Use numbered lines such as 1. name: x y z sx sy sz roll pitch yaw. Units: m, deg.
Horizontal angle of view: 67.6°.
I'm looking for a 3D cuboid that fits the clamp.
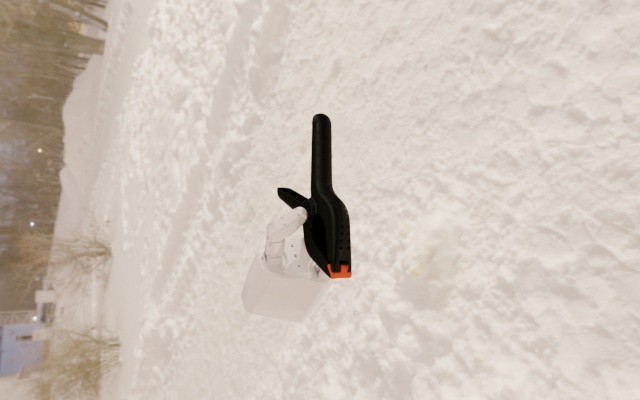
1. clamp: -0.001 0.003 0.618 0.036 0.209 0.165 1 -45 -27
